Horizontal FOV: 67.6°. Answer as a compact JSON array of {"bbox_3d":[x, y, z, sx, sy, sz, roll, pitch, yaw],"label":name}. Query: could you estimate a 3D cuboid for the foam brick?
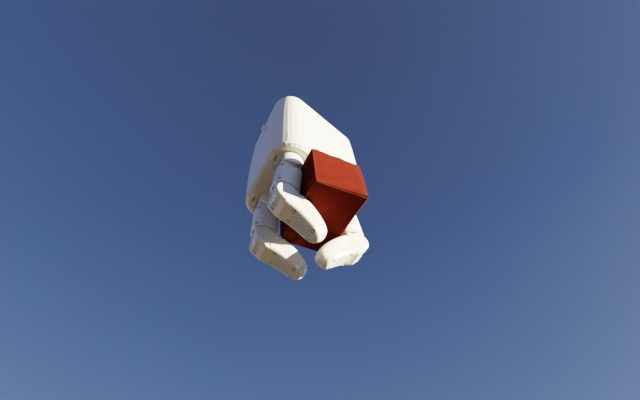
[{"bbox_3d":[0.000,0.001,0.443,0.053,0.078,0.051,19,36,-20],"label":"foam brick"}]
